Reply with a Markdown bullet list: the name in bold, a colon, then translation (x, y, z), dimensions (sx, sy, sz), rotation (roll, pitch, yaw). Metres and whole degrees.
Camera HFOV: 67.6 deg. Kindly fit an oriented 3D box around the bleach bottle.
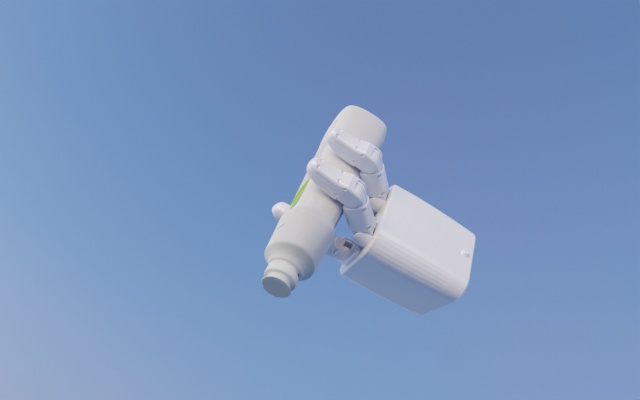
- **bleach bottle**: translation (0.000, 0.002, 0.508), dimensions (0.068, 0.250, 0.103), rotation (30, -44, -2)
